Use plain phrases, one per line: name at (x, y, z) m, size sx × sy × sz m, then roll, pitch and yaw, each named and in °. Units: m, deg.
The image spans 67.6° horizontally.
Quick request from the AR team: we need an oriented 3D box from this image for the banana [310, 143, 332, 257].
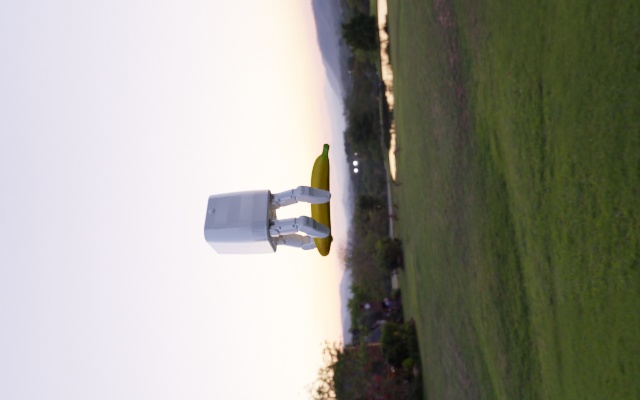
banana at (0.000, 0.004, 0.839) m, size 0.037 × 0.197 × 0.070 m, roll -1°, pitch -13°, yaw 0°
